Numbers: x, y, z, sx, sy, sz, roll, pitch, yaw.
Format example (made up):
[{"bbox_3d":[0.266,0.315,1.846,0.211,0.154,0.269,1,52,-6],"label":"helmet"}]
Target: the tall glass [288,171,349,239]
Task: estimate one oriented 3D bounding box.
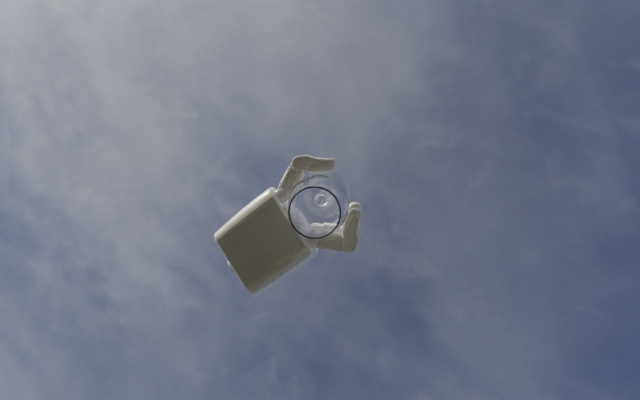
[{"bbox_3d":[0.000,0.002,0.647,0.079,0.079,0.201,0,7,4],"label":"tall glass"}]
